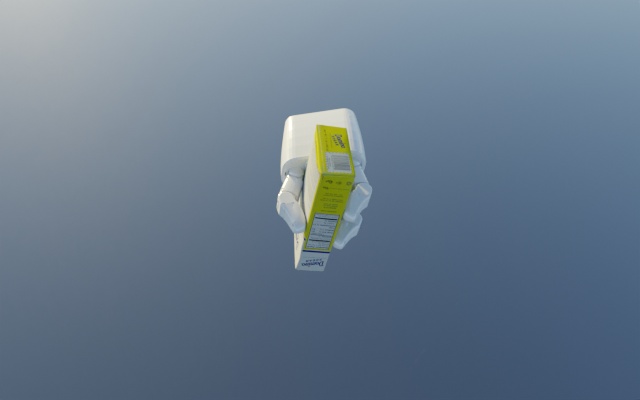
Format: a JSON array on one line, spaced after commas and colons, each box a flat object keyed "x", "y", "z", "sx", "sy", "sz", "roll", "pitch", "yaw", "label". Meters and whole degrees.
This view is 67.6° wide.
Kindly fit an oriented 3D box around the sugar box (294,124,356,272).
[{"x": 0.001, "y": 0.002, "z": 0.611, "sx": 0.048, "sy": 0.093, "sz": 0.176, "roll": 4, "pitch": -45, "yaw": -9, "label": "sugar box"}]
